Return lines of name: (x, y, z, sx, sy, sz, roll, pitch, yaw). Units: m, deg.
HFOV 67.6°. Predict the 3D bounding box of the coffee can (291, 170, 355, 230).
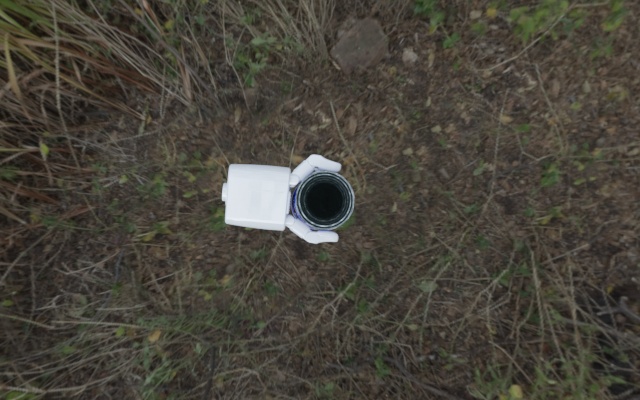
coffee can: (0.000, 0.003, 0.881, 0.103, 0.103, 0.140, 0, -3, -7)
